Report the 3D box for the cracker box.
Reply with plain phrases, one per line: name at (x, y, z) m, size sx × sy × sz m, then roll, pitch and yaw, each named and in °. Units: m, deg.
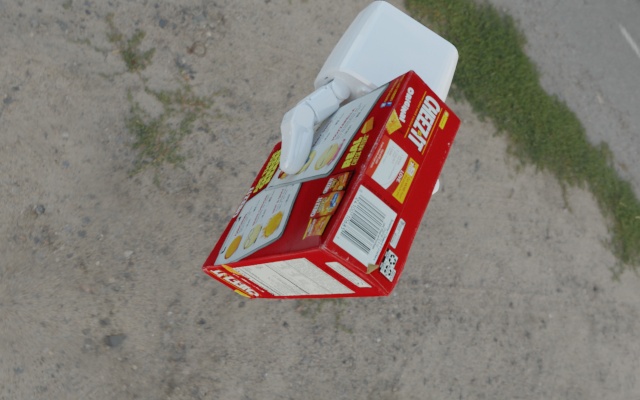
cracker box at (0.000, 0.001, 0.417) m, size 0.072 × 0.164 × 0.214 m, roll 39°, pitch -29°, yaw -21°
